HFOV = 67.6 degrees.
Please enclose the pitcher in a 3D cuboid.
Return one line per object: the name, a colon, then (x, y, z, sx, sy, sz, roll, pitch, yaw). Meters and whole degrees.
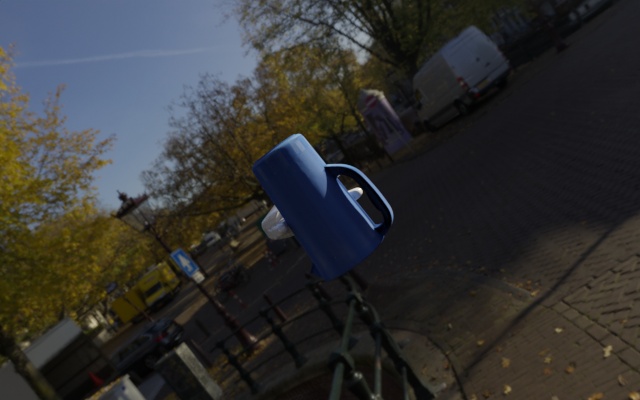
pitcher: (0.000, 0.003, 0.834, 0.149, 0.243, 0.145, -38, 6, -24)
